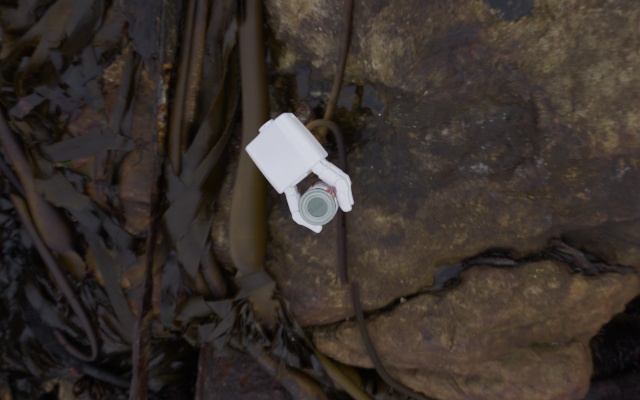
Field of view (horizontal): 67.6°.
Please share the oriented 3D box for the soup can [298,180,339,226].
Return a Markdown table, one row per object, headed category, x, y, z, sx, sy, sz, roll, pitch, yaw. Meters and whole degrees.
| category | x | y | z | sx | sy | sz | roll | pitch | yaw |
| --- | --- | --- | --- | --- | --- | --- | --- | --- | --- |
| soup can | 0.000 | 0.003 | 0.868 | 0.068 | 0.068 | 0.102 | 0 | 10 | 7 |
